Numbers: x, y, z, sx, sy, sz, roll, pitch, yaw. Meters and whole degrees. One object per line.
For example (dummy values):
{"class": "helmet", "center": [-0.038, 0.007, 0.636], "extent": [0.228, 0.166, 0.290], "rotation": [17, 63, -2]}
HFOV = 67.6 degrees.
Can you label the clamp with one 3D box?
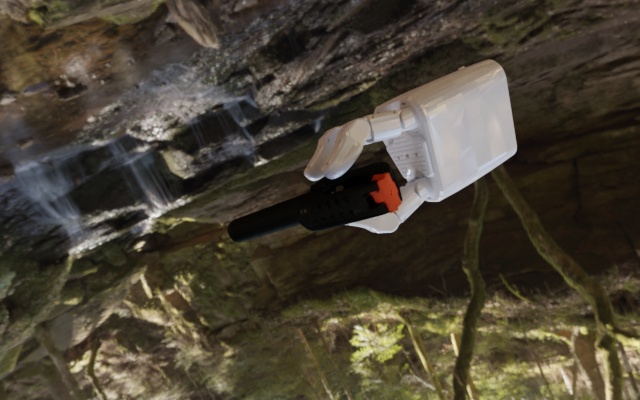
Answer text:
{"class": "clamp", "center": [0.001, 0.002, 0.443], "extent": [0.164, 0.036, 0.210], "rotation": [-29, 11, -16]}
